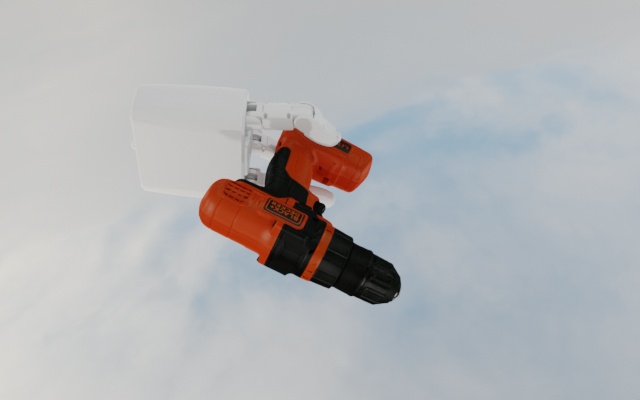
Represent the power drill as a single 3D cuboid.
[{"bbox_3d":[0.000,0.001,0.462,0.184,0.057,0.187,28,33,-3],"label":"power drill"}]
